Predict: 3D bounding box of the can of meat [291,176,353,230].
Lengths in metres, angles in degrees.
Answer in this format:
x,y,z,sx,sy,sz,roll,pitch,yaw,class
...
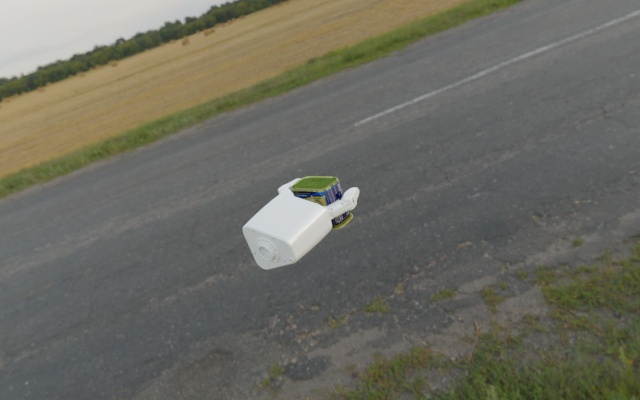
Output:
x,y,z,sx,sy,sz,roll,pitch,yaw,class
0.000,0.003,0.891,0.102,0.084,0.057,3,32,42,can of meat
